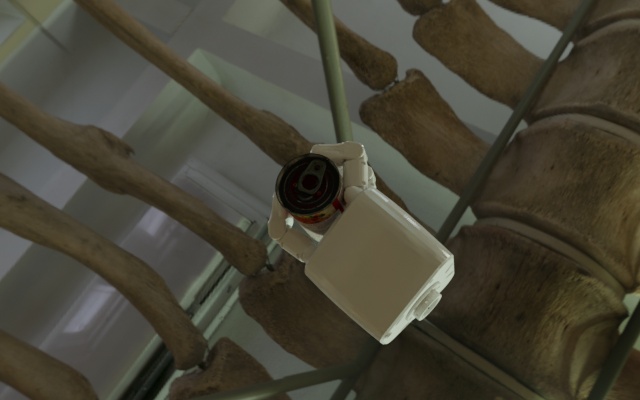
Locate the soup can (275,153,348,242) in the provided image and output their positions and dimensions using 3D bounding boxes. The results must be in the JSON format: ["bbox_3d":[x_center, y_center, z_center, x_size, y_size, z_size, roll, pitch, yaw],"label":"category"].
[{"bbox_3d":[0.000,0.002,0.518,0.068,0.068,0.102,0,-22,16],"label":"soup can"}]
